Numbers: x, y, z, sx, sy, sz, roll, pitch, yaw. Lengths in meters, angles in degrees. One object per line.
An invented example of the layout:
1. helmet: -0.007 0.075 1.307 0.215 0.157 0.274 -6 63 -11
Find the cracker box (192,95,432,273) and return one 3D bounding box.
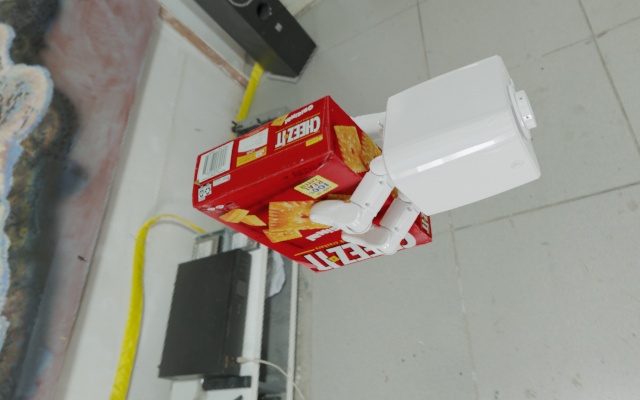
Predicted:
1. cracker box: 0.000 0.001 0.505 0.164 0.072 0.214 -19 -35 29
